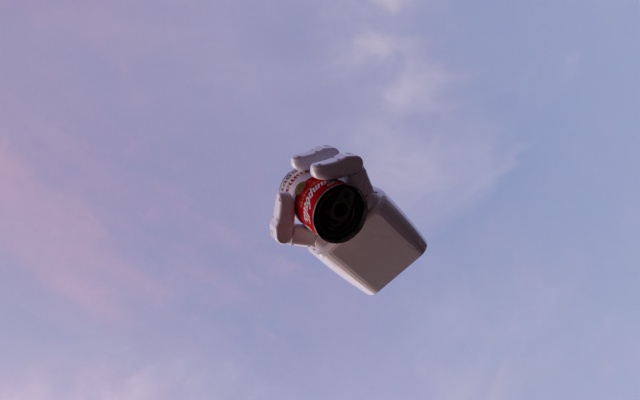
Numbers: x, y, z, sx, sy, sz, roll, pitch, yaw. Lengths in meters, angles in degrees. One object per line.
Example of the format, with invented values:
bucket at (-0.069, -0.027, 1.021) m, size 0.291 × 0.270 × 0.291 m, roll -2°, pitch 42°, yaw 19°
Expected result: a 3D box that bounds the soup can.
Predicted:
soup can at (0.000, 0.002, 0.560) m, size 0.068 × 0.068 × 0.102 m, roll 0°, pitch 15°, yaw -28°
